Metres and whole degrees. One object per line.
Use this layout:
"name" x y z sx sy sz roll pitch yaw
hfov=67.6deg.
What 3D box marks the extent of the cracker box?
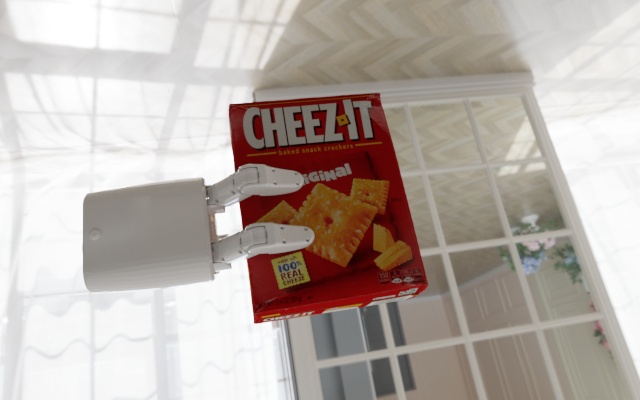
"cracker box" 0.000 0.002 0.480 0.164 0.213 0.072 -6 -20 -11
